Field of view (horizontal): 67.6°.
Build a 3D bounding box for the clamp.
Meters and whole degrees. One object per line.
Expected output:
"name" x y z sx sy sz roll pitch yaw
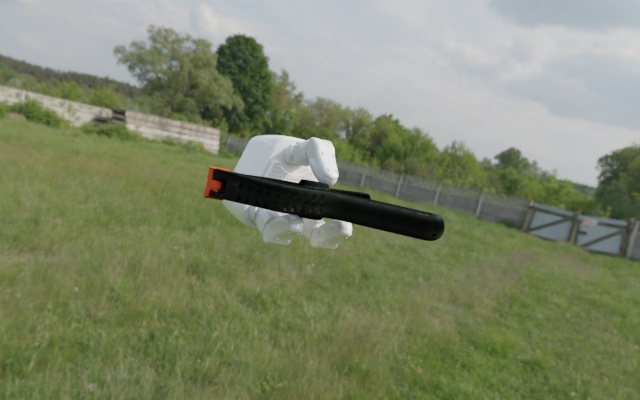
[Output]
"clamp" 0.000 0.001 0.453 0.210 0.036 0.164 9 4 -28
